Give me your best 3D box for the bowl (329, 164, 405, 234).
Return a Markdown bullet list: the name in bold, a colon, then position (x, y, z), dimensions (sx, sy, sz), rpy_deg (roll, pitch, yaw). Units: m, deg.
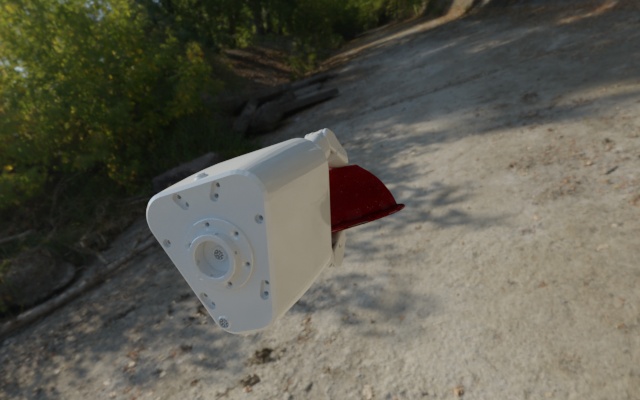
- **bowl**: position (0.000, 0.001, 0.485), dimensions (0.162, 0.055, 0.162), rpy_deg (-15, 0, 0)
